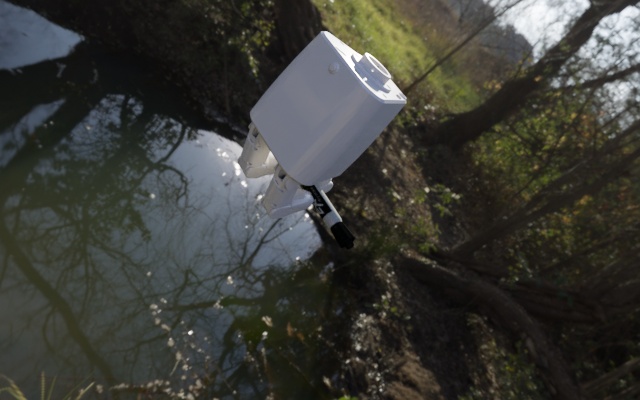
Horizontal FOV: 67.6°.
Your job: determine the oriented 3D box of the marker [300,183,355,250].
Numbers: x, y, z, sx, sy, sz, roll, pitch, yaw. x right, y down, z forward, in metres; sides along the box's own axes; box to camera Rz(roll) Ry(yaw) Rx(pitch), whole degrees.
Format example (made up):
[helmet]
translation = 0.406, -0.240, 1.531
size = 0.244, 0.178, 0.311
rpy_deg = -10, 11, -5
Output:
[marker]
translation = 0.000, 0.002, 0.514
size = 0.020, 0.121, 0.020
rpy_deg = -28, -23, -13
